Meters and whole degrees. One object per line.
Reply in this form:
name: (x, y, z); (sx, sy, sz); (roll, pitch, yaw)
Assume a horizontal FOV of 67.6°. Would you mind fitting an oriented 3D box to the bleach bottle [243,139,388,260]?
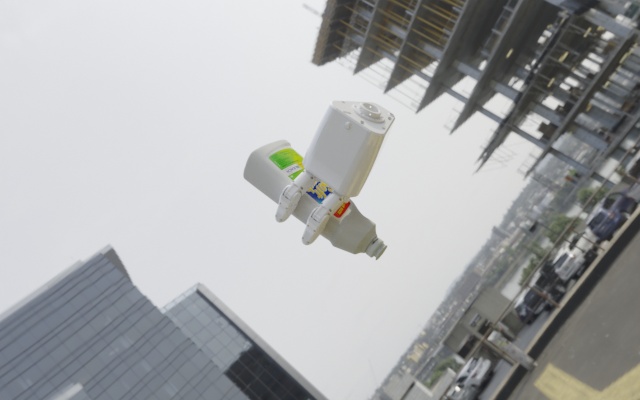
bleach bottle: (0.000, 0.002, 0.745); (0.250, 0.068, 0.102); (37, 35, 19)
